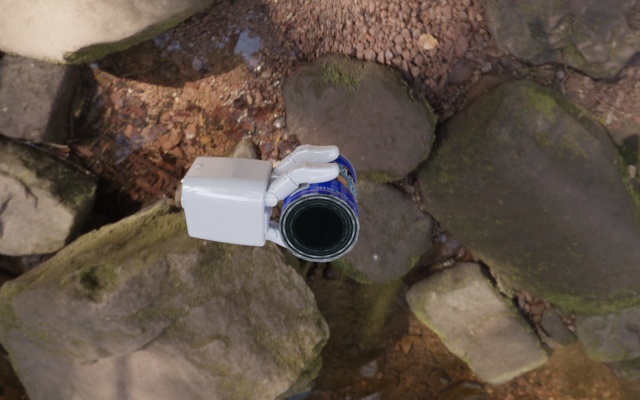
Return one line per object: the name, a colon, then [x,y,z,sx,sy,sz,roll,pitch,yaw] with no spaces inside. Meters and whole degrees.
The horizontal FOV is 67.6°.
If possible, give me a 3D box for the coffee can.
coffee can: [0.000,0.002,0.658,0.103,0.103,0.140,0,29,2]
